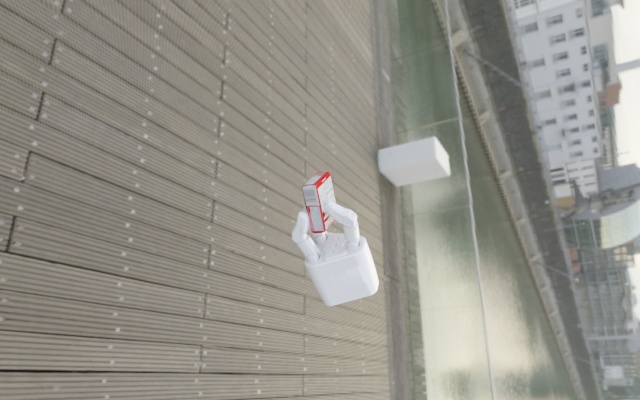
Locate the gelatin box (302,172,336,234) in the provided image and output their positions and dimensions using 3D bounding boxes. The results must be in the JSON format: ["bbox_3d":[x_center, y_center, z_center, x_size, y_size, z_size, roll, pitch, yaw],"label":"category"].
[{"bbox_3d":[0.000,0.002,0.834,0.030,0.089,0.073,-3,20,23],"label":"gelatin box"}]
